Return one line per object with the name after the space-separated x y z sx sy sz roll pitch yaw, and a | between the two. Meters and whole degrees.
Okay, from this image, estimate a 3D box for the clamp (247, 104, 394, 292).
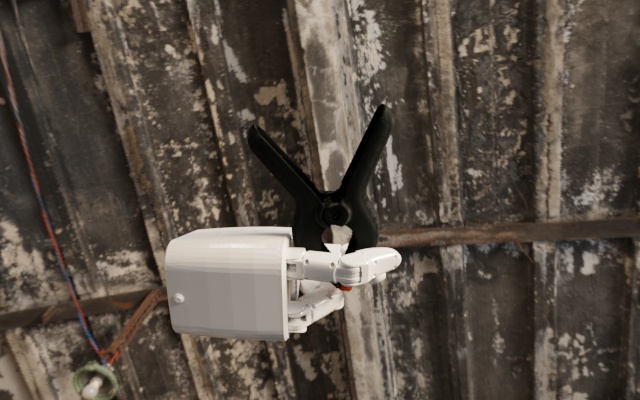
0.000 0.001 0.419 0.120 0.171 0.039 1 21 3 | clamp
